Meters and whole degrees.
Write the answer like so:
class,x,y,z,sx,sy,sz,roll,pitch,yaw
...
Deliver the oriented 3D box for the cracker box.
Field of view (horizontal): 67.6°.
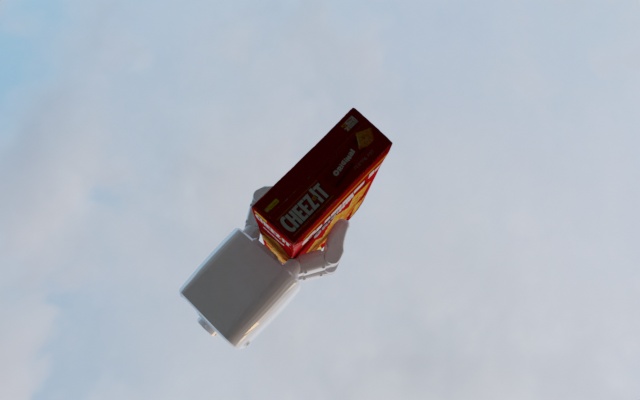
class,x,y,z,sx,sy,sz,roll,pitch,yaw
cracker box,0.000,0.002,0.612,0.072,0.164,0.214,42,-14,8
